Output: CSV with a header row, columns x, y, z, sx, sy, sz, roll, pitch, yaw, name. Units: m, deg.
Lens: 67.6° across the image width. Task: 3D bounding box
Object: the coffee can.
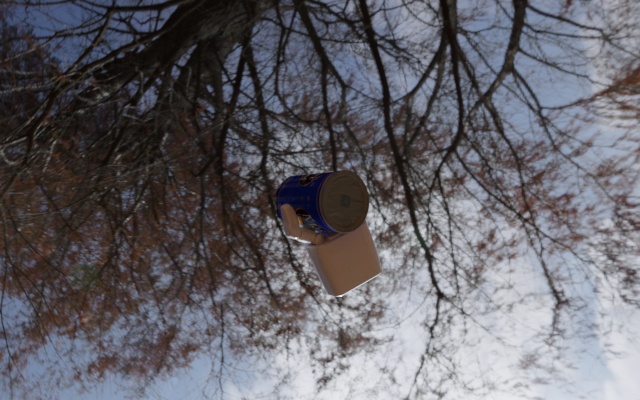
x,y,z,sx,sy,sz,roll,pitch,yaw,name
0.000,0.003,0.830,0.103,0.103,0.140,0,-1,-37,coffee can
